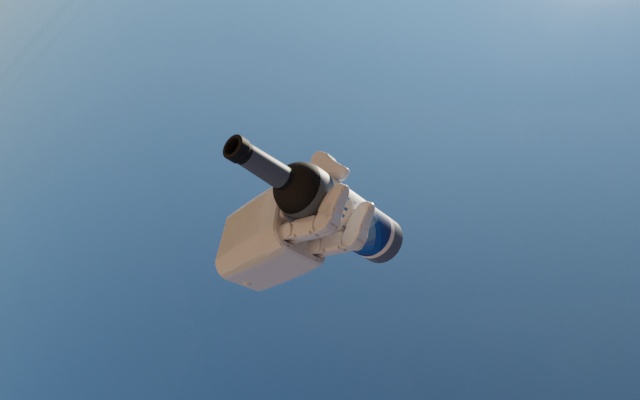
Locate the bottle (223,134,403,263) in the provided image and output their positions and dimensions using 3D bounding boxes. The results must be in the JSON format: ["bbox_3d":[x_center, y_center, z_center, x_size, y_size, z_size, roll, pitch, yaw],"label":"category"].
[{"bbox_3d":[0.000,0.002,0.578,0.069,0.069,0.296,0,-22,40],"label":"bottle"}]
